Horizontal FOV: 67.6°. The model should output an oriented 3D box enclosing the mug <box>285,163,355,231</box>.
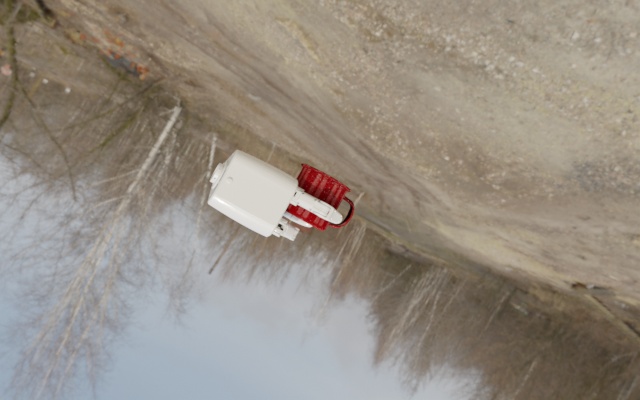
[{"bbox_3d":[0.001,0.003,0.783,0.117,0.081,0.093,29,-3,-15],"label":"mug"}]
